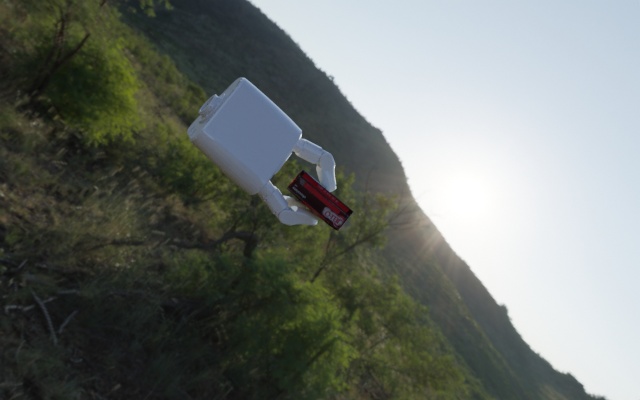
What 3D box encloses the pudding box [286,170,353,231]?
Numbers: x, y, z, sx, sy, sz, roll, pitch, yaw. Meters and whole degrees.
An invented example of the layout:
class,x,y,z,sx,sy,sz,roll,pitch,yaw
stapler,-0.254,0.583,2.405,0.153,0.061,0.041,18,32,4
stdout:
class,x,y,z,sx,sy,sz,roll,pitch,yaw
pudding box,0.000,0.002,0.679,0.090,0.039,0.113,41,0,2
